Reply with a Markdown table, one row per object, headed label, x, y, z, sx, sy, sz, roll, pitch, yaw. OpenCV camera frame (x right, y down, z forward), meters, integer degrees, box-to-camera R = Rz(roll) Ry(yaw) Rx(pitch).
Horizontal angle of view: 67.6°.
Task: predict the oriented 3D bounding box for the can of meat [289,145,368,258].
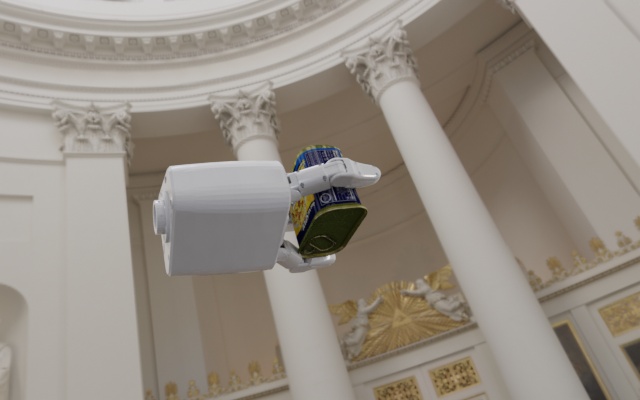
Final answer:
| label | x | y | z | sx | sy | sz | roll | pitch | yaw |
| --- | --- | --- | --- | --- | --- | --- | --- | --- | --- |
| can of meat | 0.000 | 0.001 | 0.520 | 0.057 | 0.084 | 0.102 | -5 | -32 | -23 |
